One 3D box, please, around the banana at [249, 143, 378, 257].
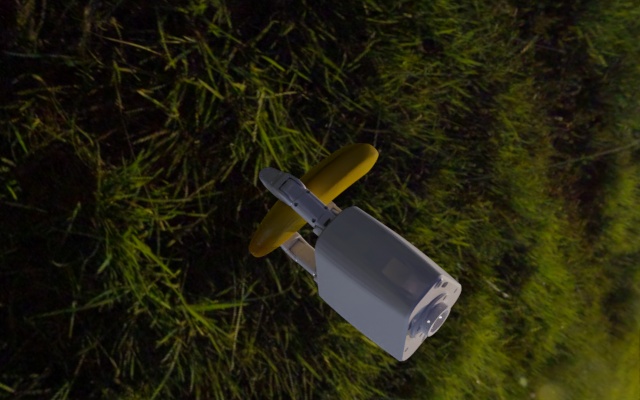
[{"bbox_3d":[0.005,-0.012,0.498,0.037,0.070,0.197,38,54,21],"label":"banana"}]
